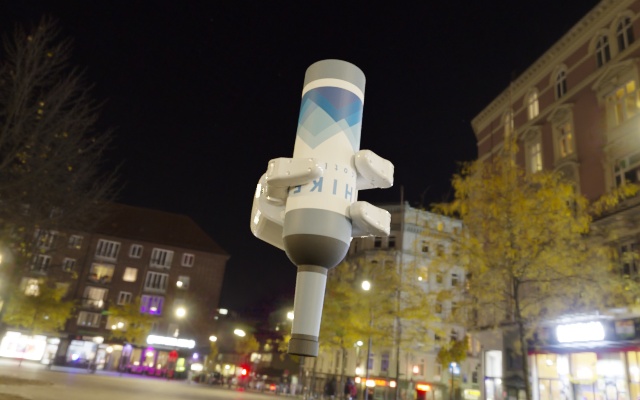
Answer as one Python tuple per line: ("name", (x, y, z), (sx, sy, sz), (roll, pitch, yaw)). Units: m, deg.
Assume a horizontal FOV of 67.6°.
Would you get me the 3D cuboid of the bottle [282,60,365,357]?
("bottle", (0.000, 0.001, 0.477), (0.069, 0.295, 0.069), (6, -20, 2))
